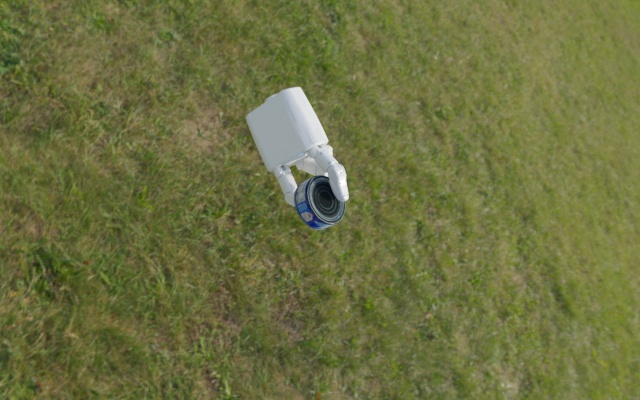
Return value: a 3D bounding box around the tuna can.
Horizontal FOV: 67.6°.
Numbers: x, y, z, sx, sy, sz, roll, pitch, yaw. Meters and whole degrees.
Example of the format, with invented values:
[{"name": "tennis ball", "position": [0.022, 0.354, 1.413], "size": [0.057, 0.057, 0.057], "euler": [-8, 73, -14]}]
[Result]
[{"name": "tuna can", "position": [0.001, 0.002, 0.779], "size": [0.086, 0.086, 0.034], "euler": [0, -17, -44]}]
